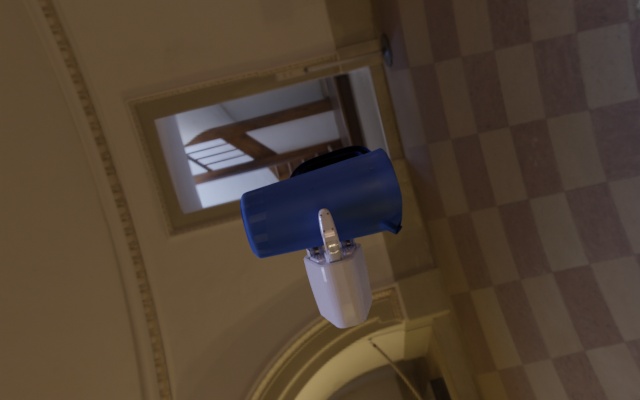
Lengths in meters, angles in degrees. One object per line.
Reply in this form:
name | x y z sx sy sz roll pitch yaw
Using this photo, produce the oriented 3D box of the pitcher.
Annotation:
pitcher | 0.000 0.003 0.764 0.243 0.145 0.149 -15 8 -2
